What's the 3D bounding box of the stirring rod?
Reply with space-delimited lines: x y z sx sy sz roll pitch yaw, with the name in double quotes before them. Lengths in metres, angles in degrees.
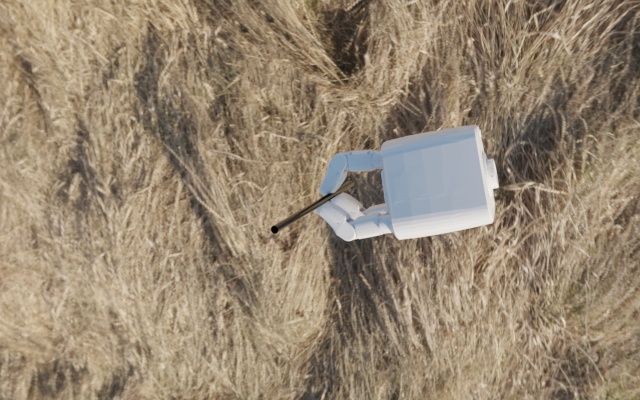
"stirring rod" 0.000 0.002 0.555 0.011 0.011 0.239 0 12 22
